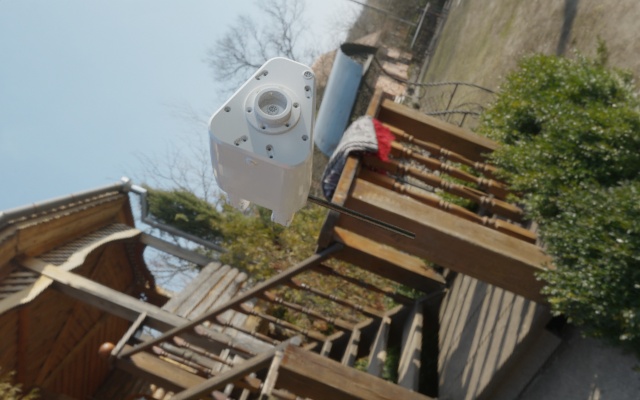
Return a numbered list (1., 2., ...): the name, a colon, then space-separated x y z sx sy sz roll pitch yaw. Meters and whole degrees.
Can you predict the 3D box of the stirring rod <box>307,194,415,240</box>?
1. stirring rod: 0.000 0.002 0.578 0.239 0.011 0.011 20 1 2
